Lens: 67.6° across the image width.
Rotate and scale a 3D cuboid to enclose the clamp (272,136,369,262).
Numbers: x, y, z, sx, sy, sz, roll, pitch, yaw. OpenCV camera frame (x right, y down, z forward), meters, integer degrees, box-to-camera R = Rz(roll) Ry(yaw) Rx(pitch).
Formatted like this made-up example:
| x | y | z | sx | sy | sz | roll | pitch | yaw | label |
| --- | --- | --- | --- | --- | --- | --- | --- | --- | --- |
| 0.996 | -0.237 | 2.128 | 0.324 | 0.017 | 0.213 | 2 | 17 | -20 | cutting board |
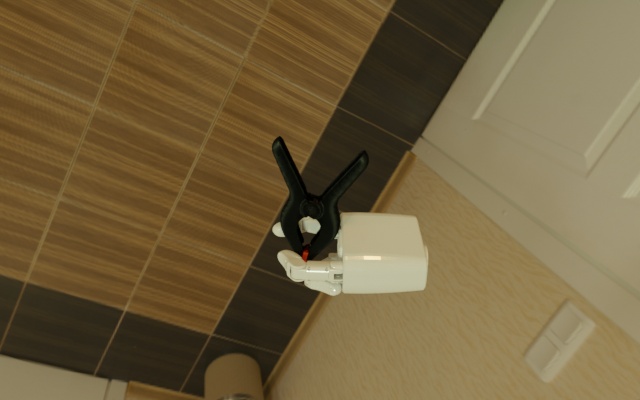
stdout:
| x | y | z | sx | sy | sz | roll | pitch | yaw | label |
| --- | --- | --- | --- | --- | --- | --- | --- | --- | --- |
| 0.000 | 0.002 | 0.615 | 0.120 | 0.171 | 0.039 | 4 | 25 | 10 | clamp |
